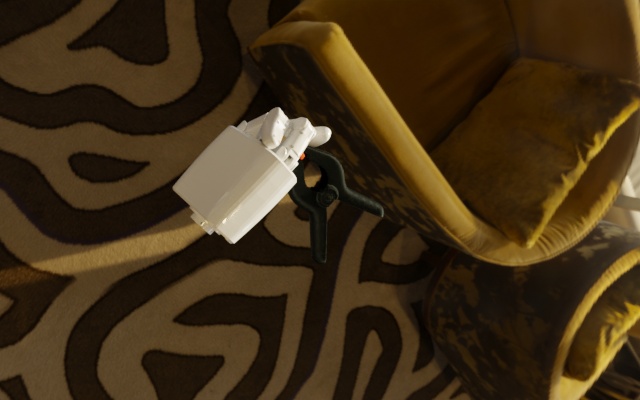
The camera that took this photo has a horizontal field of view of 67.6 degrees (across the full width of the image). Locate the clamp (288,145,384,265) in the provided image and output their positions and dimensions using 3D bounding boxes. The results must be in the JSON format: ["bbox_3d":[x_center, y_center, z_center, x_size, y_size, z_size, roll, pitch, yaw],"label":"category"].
[{"bbox_3d":[0.000,0.002,0.625,0.171,0.120,0.039,48,-13,-27],"label":"clamp"}]
